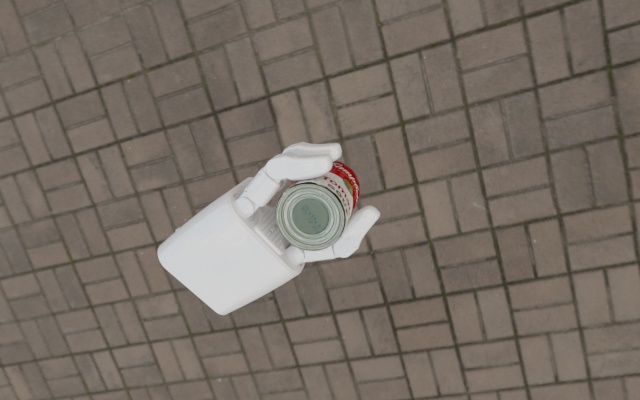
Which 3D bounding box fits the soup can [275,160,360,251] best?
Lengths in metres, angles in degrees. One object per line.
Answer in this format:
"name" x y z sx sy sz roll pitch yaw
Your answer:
"soup can" 0.000 0.001 0.480 0.068 0.068 0.102 0 16 12
